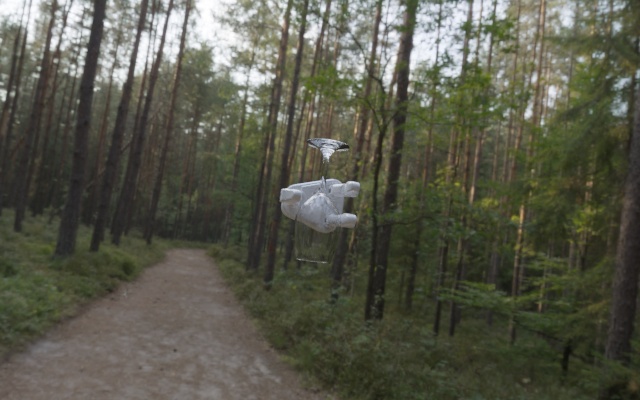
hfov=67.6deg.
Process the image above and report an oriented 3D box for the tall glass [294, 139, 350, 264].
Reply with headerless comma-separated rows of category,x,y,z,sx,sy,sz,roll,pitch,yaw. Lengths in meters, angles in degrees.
tall glass,0.000,0.002,0.805,0.079,0.201,0.079,7,-6,1
